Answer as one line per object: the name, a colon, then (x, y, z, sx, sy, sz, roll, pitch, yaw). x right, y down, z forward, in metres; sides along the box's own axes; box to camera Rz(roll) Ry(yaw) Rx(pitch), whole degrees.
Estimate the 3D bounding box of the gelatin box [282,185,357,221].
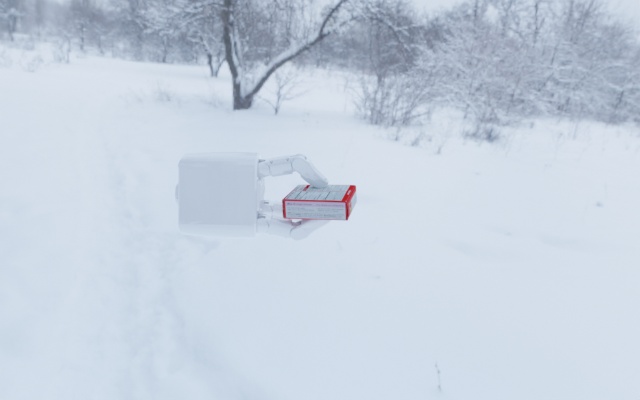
gelatin box: (0.000, 0.002, 0.647, 0.089, 0.030, 0.073, 1, 18, 13)
